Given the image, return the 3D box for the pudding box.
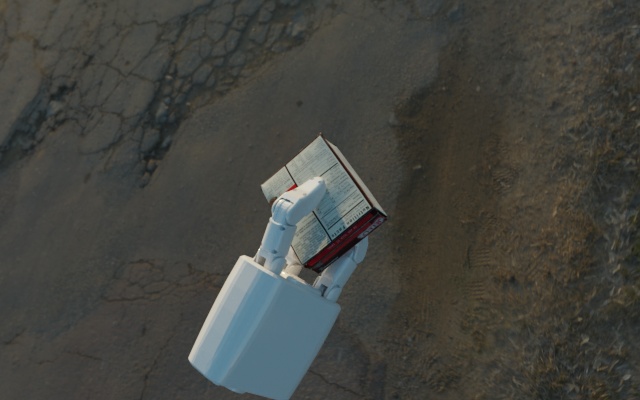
[{"bbox_3d":[0.000,0.002,0.476,0.090,0.113,0.039,-39,-32,11],"label":"pudding box"}]
